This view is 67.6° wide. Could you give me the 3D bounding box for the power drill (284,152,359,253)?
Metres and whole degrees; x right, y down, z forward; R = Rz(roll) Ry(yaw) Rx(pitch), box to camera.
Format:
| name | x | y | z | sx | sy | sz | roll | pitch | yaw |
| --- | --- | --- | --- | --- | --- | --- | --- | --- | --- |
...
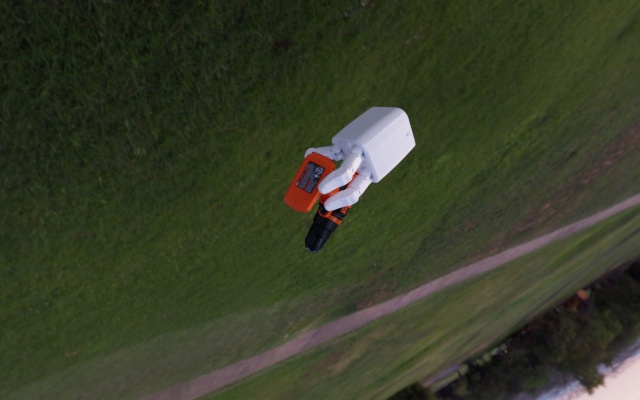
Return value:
| name | x | y | z | sx | sy | sz | roll | pitch | yaw |
| --- | --- | --- | --- | --- | --- | --- | --- | --- | --- |
| power drill | 0.000 | 0.003 | 0.886 | 0.057 | 0.184 | 0.188 | 26 | -4 | 22 |
